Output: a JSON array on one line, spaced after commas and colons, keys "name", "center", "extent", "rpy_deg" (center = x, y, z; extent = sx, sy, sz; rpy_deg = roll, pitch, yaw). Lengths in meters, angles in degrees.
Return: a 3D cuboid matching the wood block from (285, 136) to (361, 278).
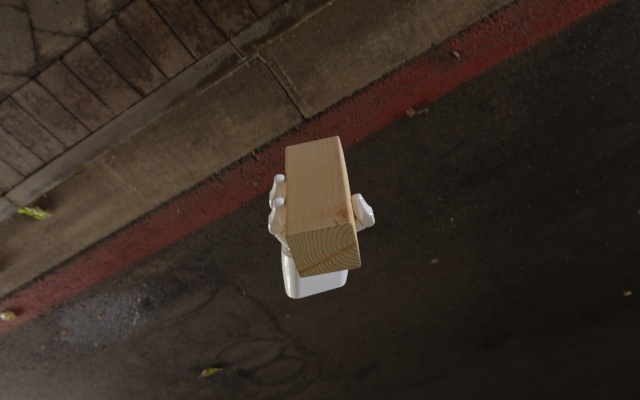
[{"name": "wood block", "center": [0.000, 0.003, 0.717], "extent": [0.091, 0.090, 0.206], "rpy_deg": [-11, 40, 5]}]
